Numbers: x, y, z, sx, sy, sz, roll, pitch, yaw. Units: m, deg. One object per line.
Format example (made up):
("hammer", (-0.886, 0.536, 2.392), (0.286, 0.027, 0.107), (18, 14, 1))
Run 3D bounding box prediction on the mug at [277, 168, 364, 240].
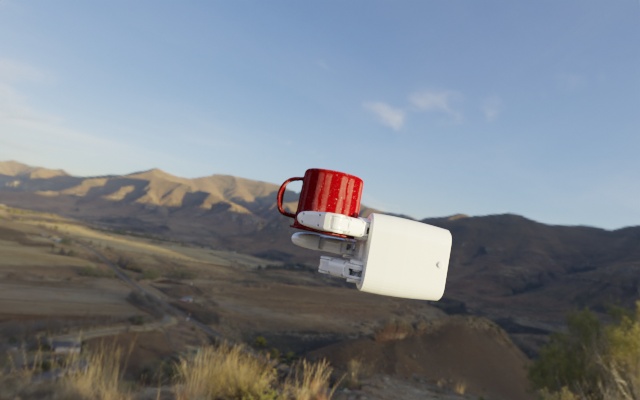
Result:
("mug", (-0.001, 0.002, 0.639), (0.117, 0.081, 0.093), (11, -4, -5))
